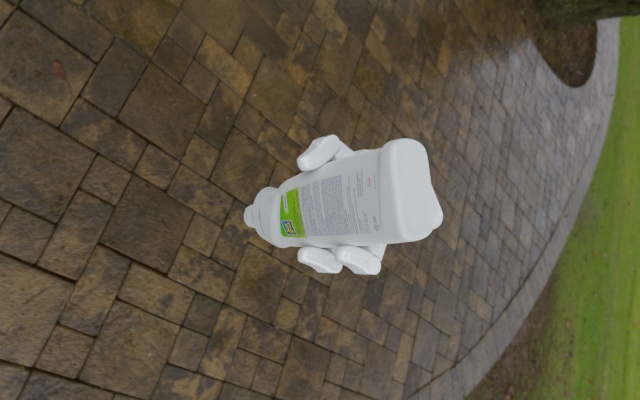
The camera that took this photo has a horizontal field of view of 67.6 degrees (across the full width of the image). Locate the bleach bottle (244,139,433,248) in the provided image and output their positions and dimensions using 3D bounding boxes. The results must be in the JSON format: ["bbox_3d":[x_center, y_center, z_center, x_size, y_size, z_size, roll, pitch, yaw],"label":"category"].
[{"bbox_3d":[0.000,0.002,0.538,0.251,0.102,0.068,-7,-1,43],"label":"bleach bottle"}]
